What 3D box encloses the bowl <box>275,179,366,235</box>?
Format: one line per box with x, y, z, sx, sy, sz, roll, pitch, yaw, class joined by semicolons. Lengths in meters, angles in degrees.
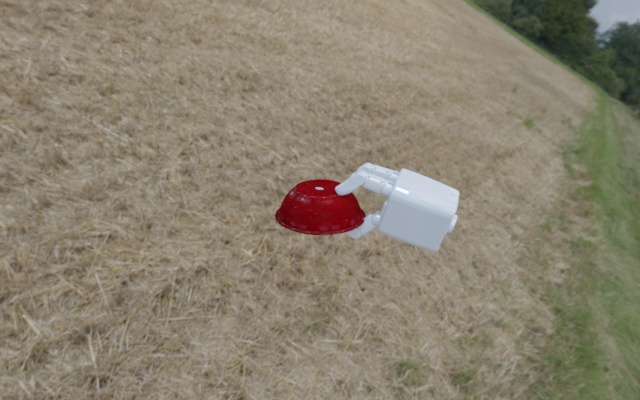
-0.001;0.002;0.843;0.162;0.055;0.162;0;22;0;bowl
